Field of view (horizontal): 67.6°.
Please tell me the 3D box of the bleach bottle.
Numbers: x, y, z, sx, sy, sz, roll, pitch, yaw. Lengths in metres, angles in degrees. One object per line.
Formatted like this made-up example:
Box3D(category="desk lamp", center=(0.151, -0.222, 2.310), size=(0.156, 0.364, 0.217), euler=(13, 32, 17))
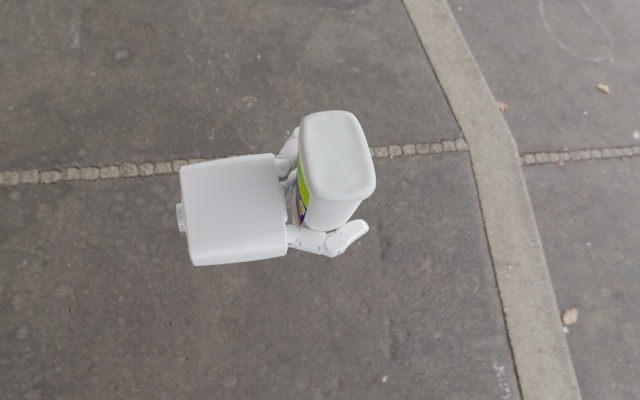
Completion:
Box3D(category="bleach bottle", center=(0.000, 0.002, 0.569), size=(0.068, 0.102, 0.251), euler=(-7, -22, -11))
